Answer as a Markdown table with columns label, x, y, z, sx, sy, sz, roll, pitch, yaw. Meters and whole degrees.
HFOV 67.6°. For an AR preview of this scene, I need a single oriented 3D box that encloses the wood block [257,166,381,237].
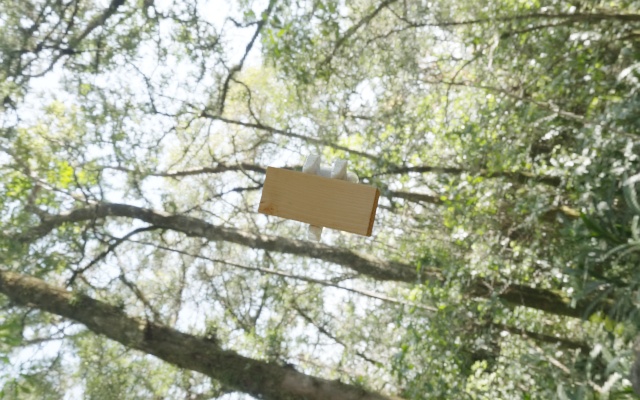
| label | x | y | z | sx | sy | sz | roll | pitch | yaw |
| --- | --- | --- | --- | --- | --- | --- | --- | --- | --- |
| wood block | 0.000 | 0.003 | 0.898 | 0.206 | 0.091 | 0.090 | 11 | -3 | 12 |
